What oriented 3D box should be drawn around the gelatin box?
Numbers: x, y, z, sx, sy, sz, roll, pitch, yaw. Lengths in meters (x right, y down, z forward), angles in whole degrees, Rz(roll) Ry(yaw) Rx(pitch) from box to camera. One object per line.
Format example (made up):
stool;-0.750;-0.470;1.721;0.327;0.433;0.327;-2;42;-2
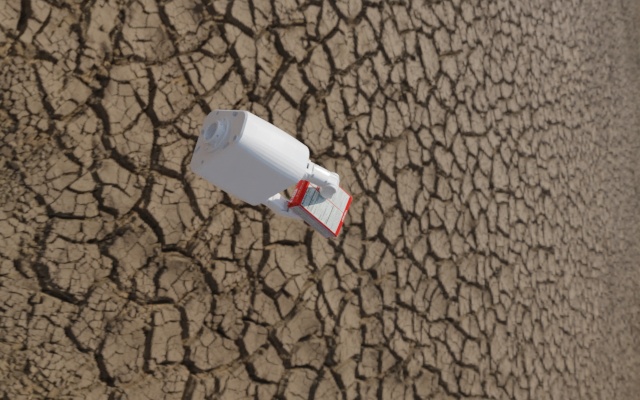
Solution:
gelatin box;0.001;0.002;0.711;0.030;0.073;0.089;-13;-45;47
